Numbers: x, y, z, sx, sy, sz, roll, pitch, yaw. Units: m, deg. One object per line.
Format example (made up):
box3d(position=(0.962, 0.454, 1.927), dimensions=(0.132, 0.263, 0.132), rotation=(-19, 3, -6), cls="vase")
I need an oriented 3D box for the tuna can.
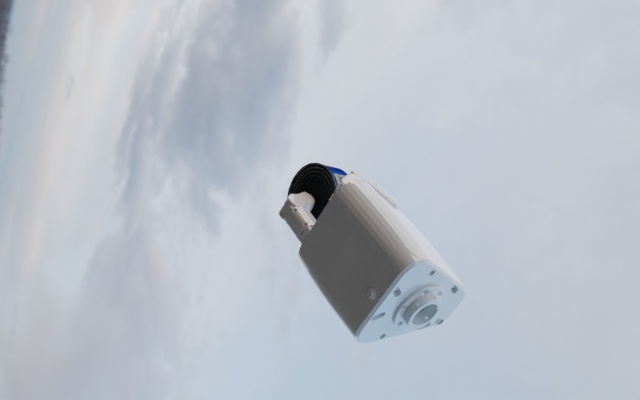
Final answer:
box3d(position=(0.000, 0.002, 0.542), dimensions=(0.034, 0.086, 0.086), rotation=(9, -6, -41), cls="tuna can")
